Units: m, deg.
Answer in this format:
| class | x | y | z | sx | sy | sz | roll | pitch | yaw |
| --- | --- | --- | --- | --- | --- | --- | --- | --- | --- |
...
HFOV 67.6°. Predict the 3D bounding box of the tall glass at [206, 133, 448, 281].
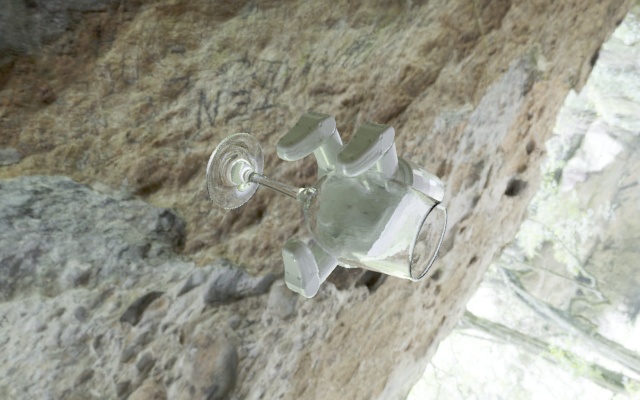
| class | x | y | z | sx | sy | sz | roll | pitch | yaw |
| --- | --- | --- | --- | --- | --- | --- | --- | --- | --- |
| tall glass | -0.001 | 0.001 | 0.401 | 0.201 | 0.079 | 0.079 | 20 | 11 | 31 |
